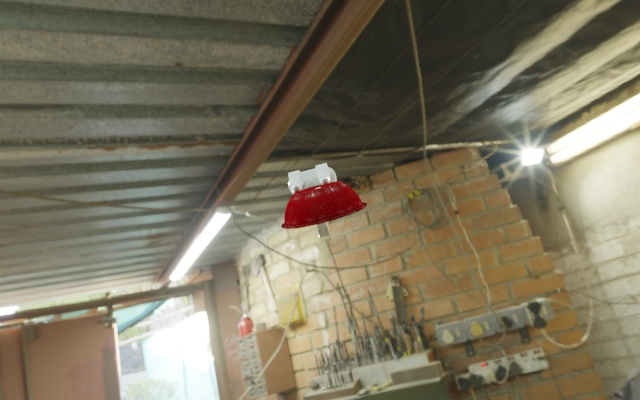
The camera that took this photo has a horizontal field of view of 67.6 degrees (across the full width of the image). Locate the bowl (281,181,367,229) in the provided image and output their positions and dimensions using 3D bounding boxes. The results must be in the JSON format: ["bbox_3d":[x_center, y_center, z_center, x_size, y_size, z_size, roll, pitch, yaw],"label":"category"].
[{"bbox_3d":[0.000,0.002,0.868,0.162,0.055,0.162,-14,7,2],"label":"bowl"}]
